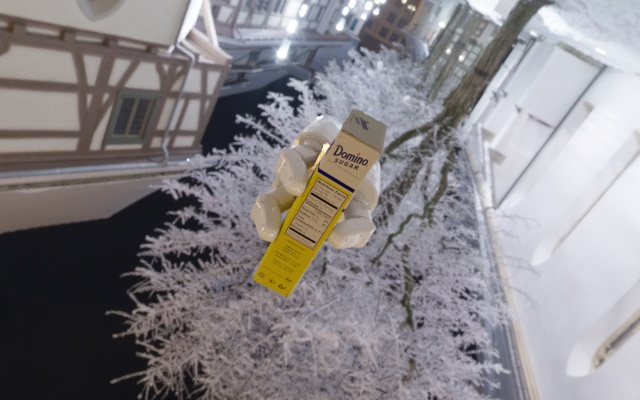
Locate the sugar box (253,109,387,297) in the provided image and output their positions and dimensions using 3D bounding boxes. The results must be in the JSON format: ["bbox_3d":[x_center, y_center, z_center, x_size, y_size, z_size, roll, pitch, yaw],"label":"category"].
[{"bbox_3d":[0.000,0.001,0.464,0.048,0.176,0.093,28,24,-2],"label":"sugar box"}]
